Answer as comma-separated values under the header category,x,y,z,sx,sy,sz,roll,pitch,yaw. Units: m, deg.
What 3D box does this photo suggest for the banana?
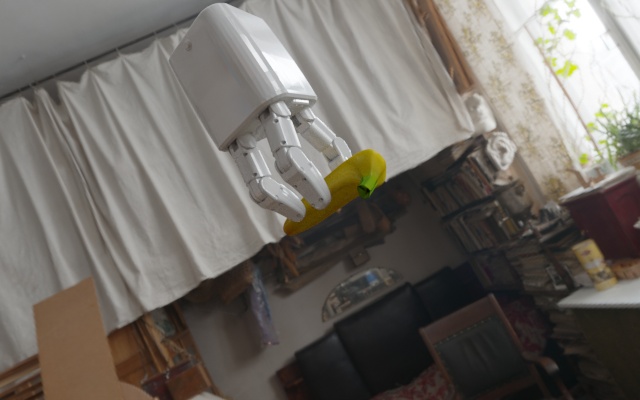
category,x,y,z,sx,sy,sz,roll,pitch,yaw
banana,0.015,-0.009,0.472,0.069,0.037,0.198,-36,0,-26
